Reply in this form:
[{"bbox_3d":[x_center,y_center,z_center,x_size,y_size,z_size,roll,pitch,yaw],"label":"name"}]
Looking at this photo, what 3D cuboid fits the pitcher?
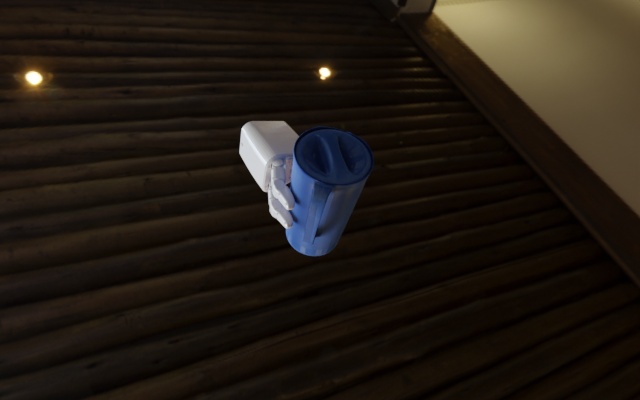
[{"bbox_3d":[0.000,0.003,0.856,0.149,0.145,0.243,-21,-31,-27],"label":"pitcher"}]
